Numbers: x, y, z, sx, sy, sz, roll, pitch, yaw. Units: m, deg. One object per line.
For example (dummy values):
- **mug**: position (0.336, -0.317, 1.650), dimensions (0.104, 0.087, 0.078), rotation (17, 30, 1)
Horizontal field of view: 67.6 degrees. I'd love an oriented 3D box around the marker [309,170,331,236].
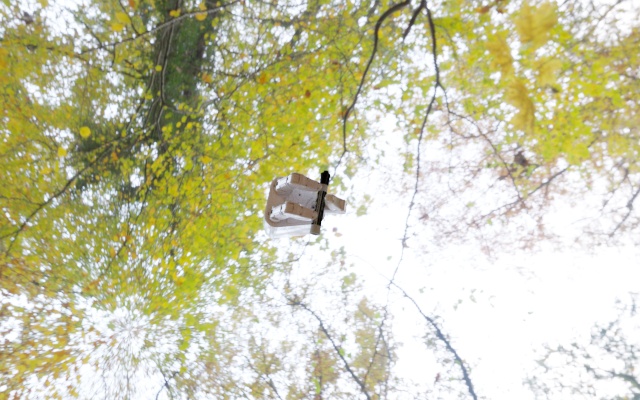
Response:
- **marker**: position (0.000, 0.003, 0.847), dimensions (0.020, 0.121, 0.020), rotation (9, -19, 3)
